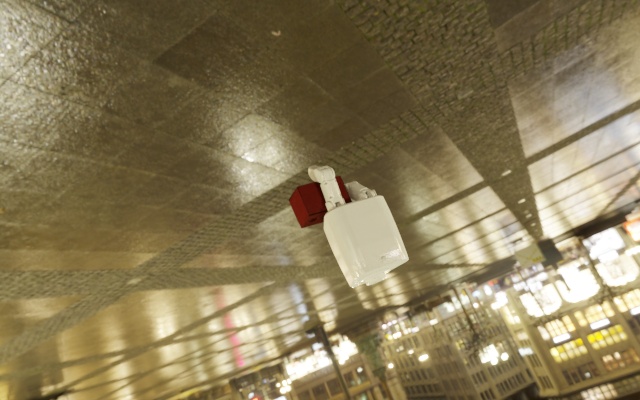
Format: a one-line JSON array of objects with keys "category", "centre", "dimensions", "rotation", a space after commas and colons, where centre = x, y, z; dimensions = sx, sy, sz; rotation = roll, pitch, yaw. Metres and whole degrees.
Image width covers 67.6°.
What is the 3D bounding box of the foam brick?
[{"category": "foam brick", "centre": [0.000, 0.002, 0.738], "dimensions": [0.078, 0.051, 0.053], "rotation": [-15, -18, -23]}]
